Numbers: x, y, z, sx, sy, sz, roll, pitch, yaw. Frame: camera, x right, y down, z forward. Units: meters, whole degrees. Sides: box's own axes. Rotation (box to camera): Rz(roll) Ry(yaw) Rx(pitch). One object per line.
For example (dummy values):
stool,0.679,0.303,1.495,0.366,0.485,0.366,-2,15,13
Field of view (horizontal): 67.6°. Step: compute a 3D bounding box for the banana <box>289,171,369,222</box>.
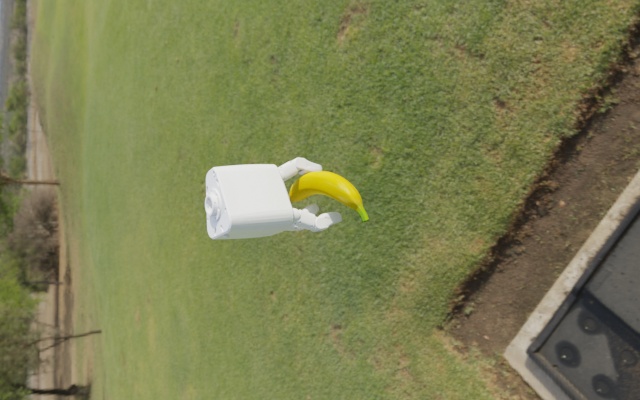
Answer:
banana,0.002,-0.015,0.784,0.037,0.070,0.197,-10,16,-36
